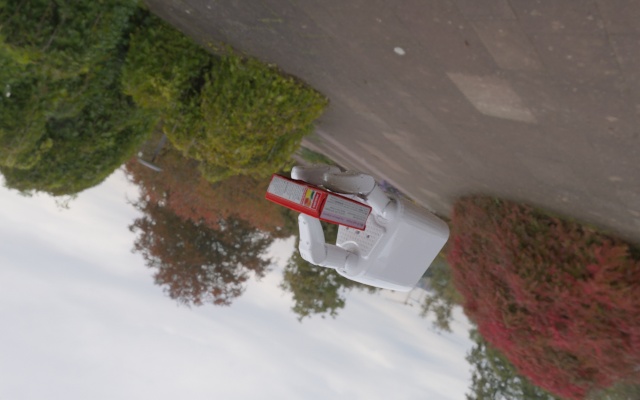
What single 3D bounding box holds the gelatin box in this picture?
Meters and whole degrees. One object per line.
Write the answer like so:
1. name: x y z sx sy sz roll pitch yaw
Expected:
1. gelatin box: 0.000 0.002 0.491 0.073 0.030 0.089 21 3 37
